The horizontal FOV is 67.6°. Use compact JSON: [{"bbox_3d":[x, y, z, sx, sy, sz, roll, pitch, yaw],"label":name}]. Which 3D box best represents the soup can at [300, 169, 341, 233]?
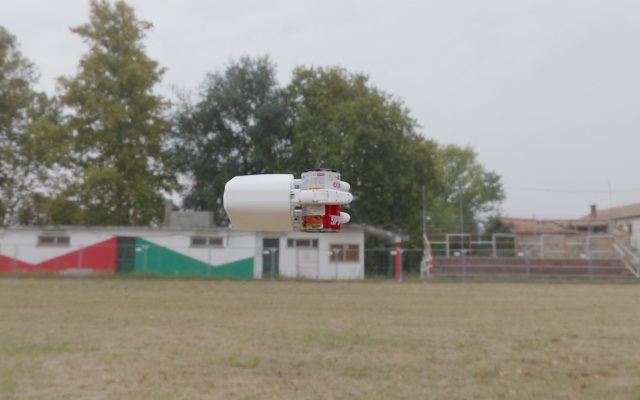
[{"bbox_3d":[0.001,0.002,0.805,0.068,0.102,0.068,0,-7,0],"label":"soup can"}]
